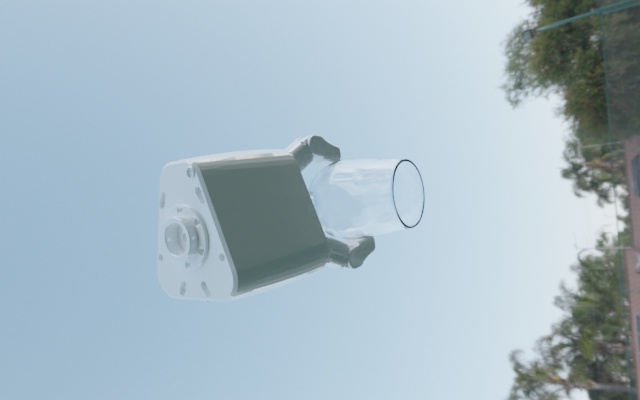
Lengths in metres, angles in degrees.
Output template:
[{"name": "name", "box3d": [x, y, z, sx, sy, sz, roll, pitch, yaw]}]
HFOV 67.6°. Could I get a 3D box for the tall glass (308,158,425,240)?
[{"name": "tall glass", "box3d": [0.000, 0.002, 0.483, 0.201, 0.079, 0.079, -6, -3, 37]}]
